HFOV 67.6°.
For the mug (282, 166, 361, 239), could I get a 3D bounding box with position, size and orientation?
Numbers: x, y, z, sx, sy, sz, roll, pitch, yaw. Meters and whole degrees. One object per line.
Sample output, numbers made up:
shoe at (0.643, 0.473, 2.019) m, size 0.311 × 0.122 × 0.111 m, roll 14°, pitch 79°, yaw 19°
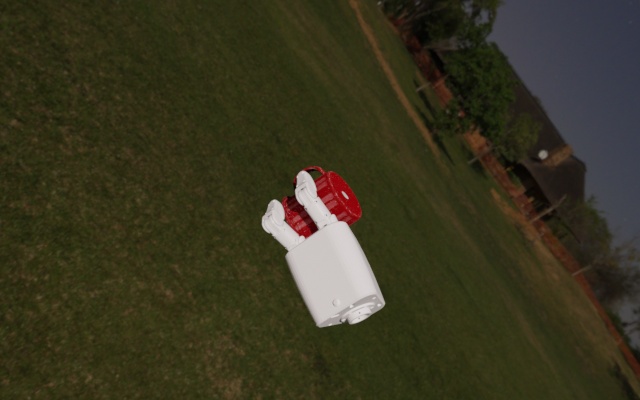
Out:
mug at (0.000, 0.001, 0.692) m, size 0.081 × 0.117 × 0.093 m, roll -35°, pitch -27°, yaw 19°
